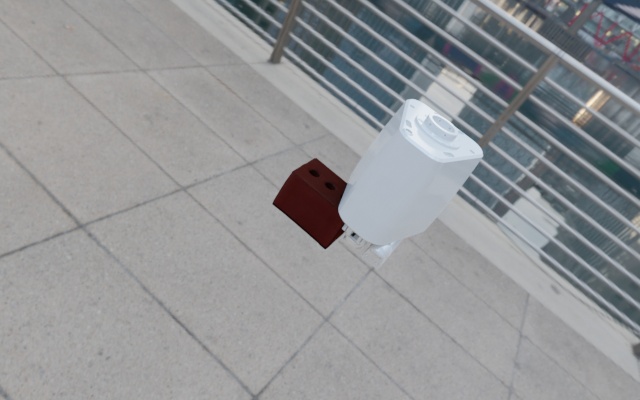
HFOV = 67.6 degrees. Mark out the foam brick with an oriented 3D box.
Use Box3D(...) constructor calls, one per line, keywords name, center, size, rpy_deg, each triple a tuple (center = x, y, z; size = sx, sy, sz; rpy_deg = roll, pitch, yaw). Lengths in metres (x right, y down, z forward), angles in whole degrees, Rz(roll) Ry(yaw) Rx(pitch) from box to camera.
Box3D(name="foam brick", center=(0.000, 0.002, 0.511), size=(0.078, 0.051, 0.053), rpy_deg=(39, 36, 10))
